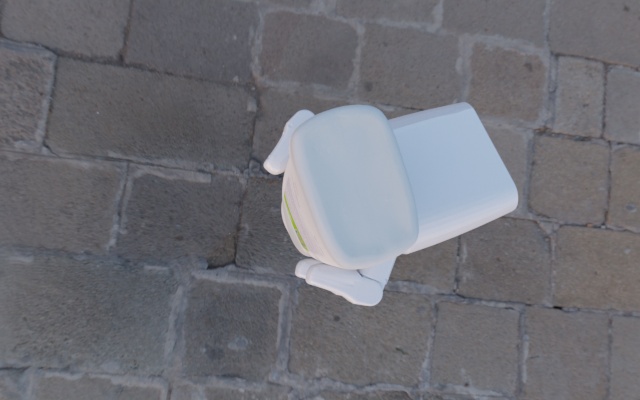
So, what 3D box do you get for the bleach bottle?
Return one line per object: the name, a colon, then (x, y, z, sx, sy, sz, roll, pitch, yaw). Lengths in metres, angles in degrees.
bleach bottle: (0.000, 0.001, 0.407, 0.068, 0.102, 0.251, -18, 0, -12)
